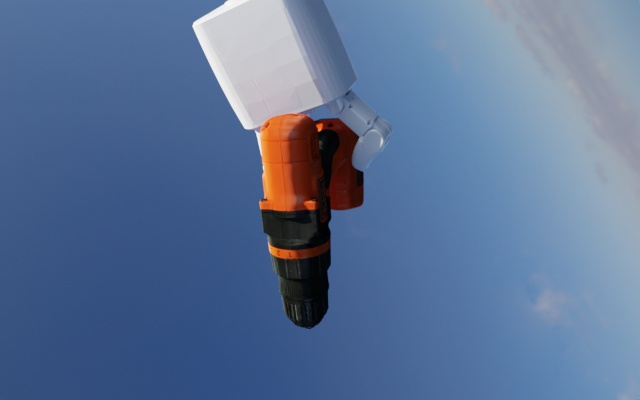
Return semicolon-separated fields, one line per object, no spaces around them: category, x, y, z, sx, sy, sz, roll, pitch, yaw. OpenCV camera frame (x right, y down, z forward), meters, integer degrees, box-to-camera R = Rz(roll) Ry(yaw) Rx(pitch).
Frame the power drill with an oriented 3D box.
power drill;0.000;0.001;0.457;0.057;0.184;0.187;1;18;14
